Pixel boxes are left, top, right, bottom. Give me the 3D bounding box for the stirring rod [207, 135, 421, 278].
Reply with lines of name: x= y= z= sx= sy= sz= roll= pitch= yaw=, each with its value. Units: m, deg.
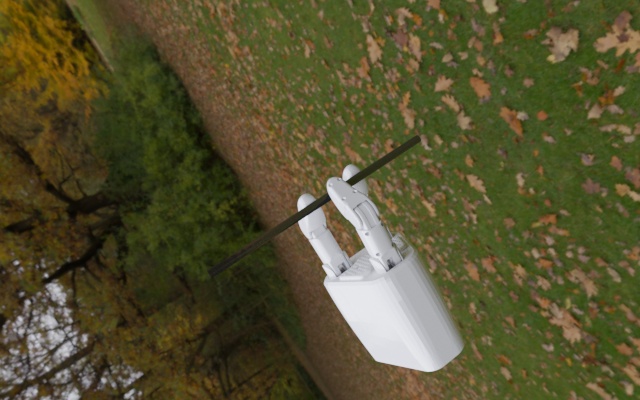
stirring rod: x=0.000 y=0.001 z=0.448 sx=0.239 sy=0.011 sz=0.011 roll=-33 pitch=9 yaw=-14
